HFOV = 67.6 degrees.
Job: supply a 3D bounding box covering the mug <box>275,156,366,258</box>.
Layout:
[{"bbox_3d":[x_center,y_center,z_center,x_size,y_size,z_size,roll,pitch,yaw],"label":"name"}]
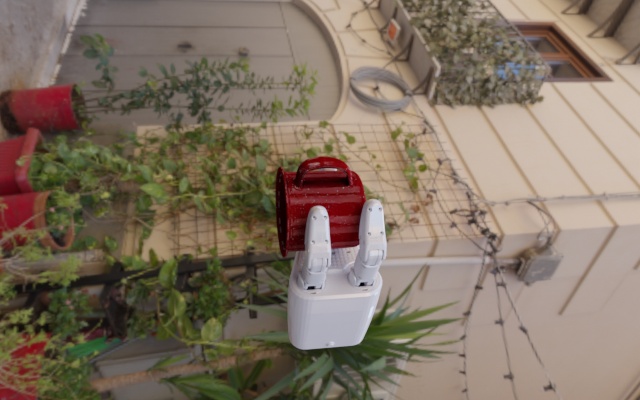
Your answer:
[{"bbox_3d":[0.000,0.000,0.487,0.081,0.117,0.093,-3,44,-11],"label":"mug"}]
